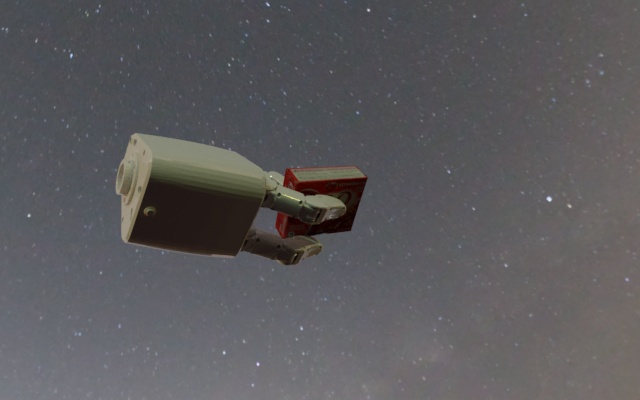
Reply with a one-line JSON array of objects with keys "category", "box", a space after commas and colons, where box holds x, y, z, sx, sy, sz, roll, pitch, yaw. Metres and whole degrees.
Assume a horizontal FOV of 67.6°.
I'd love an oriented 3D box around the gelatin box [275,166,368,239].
[{"category": "gelatin box", "box": [0.000, 0.001, 0.517, 0.089, 0.073, 0.030, -5, 36, -30]}]
